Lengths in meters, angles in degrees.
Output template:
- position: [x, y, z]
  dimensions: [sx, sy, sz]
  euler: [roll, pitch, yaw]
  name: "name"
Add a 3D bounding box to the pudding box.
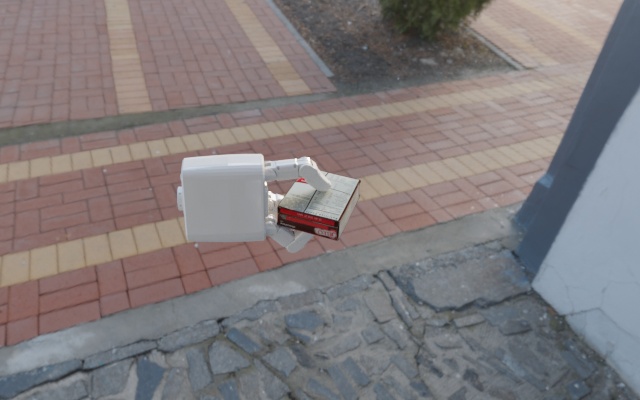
- position: [0.000, 0.002, 0.676]
  dimensions: [0.090, 0.039, 0.113]
  euler: [15, 39, 13]
  name: "pudding box"
